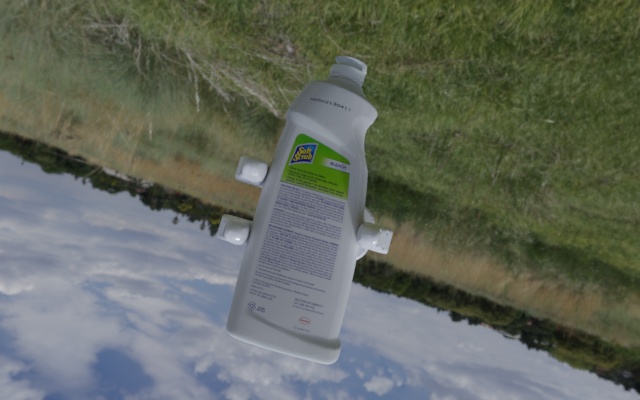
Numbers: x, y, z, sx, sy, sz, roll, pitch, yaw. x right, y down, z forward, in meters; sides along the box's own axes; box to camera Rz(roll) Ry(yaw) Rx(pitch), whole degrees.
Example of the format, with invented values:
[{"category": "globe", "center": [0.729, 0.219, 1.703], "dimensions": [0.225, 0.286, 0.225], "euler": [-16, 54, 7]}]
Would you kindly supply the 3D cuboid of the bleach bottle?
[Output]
[{"category": "bleach bottle", "center": [0.000, 0.001, 0.413], "dimensions": [0.102, 0.251, 0.068], "euler": [17, -3, -3]}]
